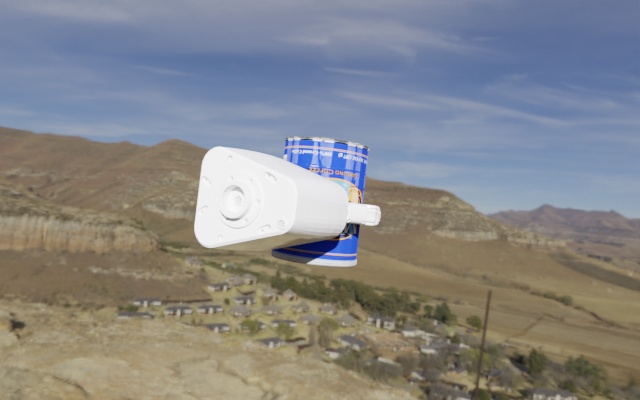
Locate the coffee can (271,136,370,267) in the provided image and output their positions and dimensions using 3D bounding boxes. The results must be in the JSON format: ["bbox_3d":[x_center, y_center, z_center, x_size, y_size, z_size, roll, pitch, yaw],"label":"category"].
[{"bbox_3d":[0.000,0.002,0.573,0.103,0.140,0.103,7,-1,0],"label":"coffee can"}]
